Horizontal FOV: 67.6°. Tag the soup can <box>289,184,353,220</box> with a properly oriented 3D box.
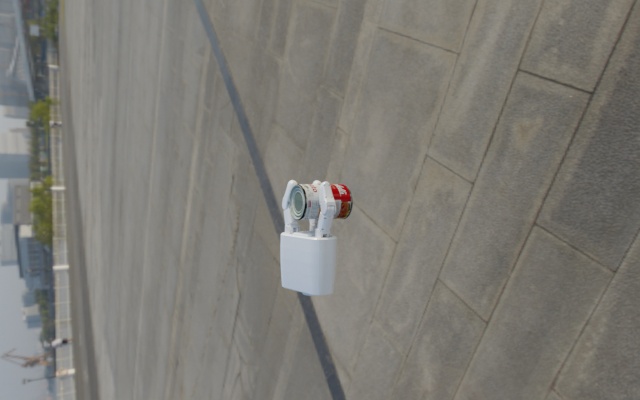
[{"bbox_3d":[0.000,0.002,0.899,0.102,0.068,0.068,-1,0,-30],"label":"soup can"}]
